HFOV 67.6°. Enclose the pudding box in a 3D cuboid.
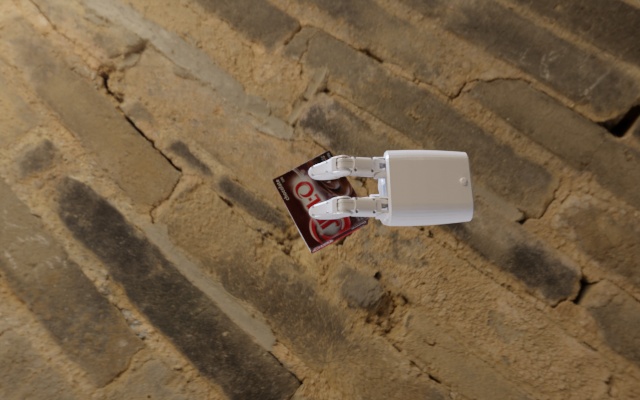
[{"bbox_3d":[0.000,0.002,0.645,0.090,0.113,0.039,-28,-17,-7],"label":"pudding box"}]
